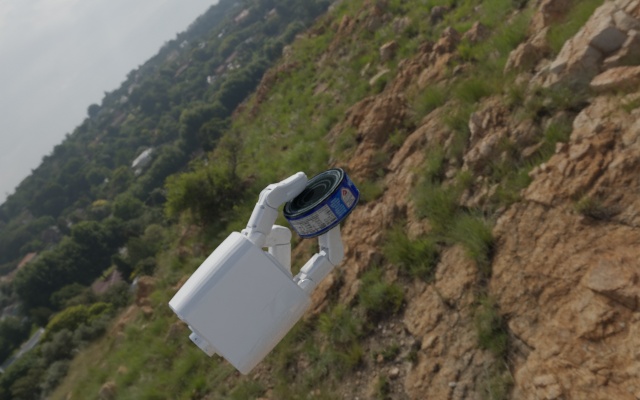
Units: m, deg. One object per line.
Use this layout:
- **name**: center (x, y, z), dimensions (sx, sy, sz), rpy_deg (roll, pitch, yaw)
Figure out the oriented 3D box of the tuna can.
- **tuna can**: center (0.000, 0.001, 0.537), dimensions (0.086, 0.034, 0.086), rpy_deg (-31, 22, 14)
